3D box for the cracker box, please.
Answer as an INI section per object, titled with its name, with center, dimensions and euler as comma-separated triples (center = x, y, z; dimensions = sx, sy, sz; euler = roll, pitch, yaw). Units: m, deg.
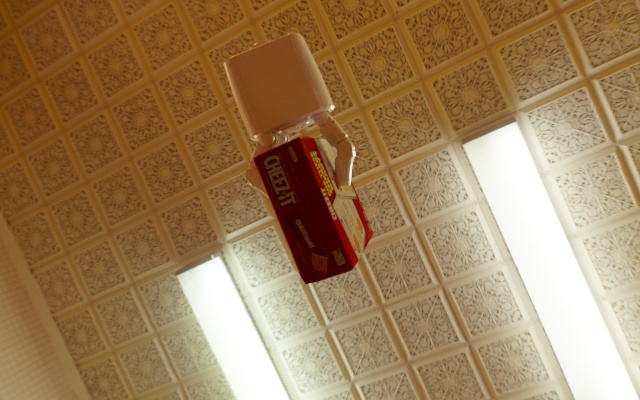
[cracker box]
center = 0.000, 0.002, 0.644
dimensions = 0.072, 0.164, 0.213
euler = -22, 2, 14
